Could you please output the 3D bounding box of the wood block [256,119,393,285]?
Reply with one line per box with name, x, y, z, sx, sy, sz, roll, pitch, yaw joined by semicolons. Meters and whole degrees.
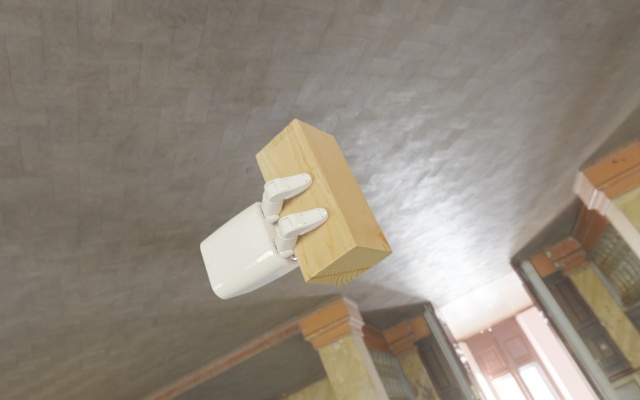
wood block;0.000;0.003;0.652;0.090;0.206;0.091;-39;-31;25
